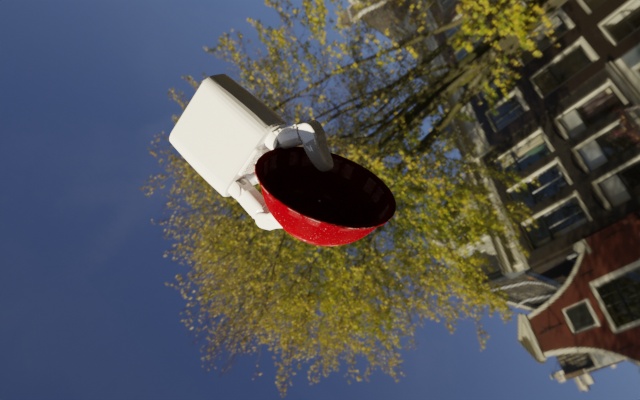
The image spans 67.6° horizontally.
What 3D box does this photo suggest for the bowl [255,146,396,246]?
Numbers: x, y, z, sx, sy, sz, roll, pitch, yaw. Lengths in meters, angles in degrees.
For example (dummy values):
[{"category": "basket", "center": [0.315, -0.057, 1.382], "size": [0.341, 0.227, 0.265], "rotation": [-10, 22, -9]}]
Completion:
[{"category": "bowl", "center": [0.001, 0.003, 0.537], "size": [0.162, 0.055, 0.162], "rotation": [14, 30, -8]}]
